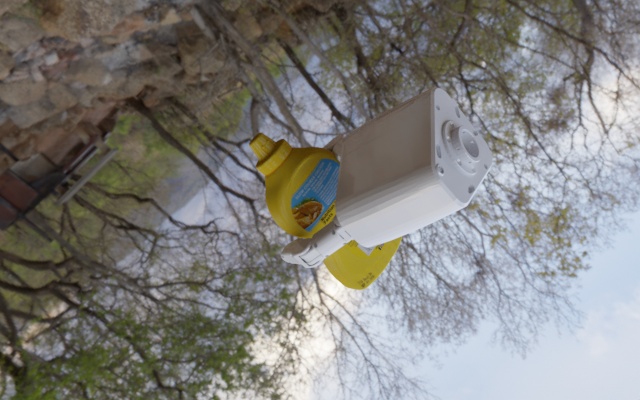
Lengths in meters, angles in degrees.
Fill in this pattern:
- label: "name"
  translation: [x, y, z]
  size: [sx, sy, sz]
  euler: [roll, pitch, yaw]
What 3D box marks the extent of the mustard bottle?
- label: "mustard bottle"
  translation: [0.000, 0.002, 0.502]
  size: [0.192, 0.096, 0.058]
  euler: [44, -21, -19]
